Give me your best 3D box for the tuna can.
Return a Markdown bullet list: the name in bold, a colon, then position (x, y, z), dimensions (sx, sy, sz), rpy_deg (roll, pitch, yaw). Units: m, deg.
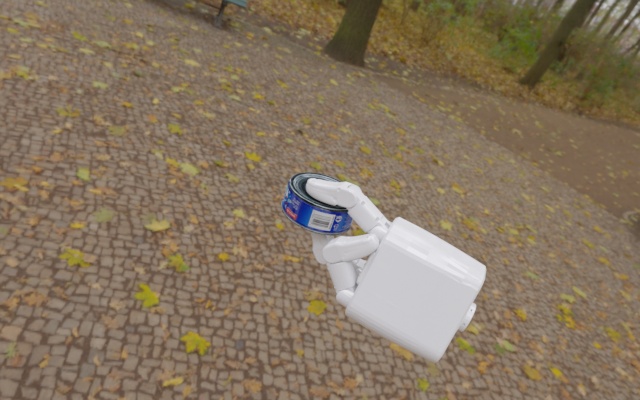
- **tuna can**: position (0.000, 0.001, 0.548), dimensions (0.086, 0.034, 0.086), rpy_deg (15, 27, -8)
